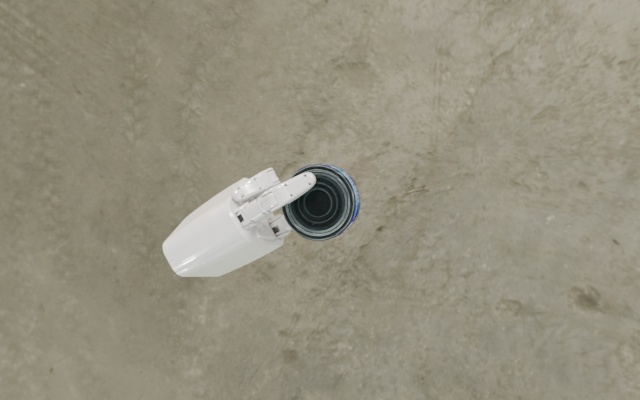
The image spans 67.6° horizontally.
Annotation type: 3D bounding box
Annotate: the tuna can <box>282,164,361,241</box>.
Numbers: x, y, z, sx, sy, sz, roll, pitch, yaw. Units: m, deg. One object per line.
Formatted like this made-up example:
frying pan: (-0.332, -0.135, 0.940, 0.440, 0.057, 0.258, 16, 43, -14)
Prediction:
tuna can: (0.000, 0.002, 0.535, 0.086, 0.086, 0.034, 0, 3, 14)
